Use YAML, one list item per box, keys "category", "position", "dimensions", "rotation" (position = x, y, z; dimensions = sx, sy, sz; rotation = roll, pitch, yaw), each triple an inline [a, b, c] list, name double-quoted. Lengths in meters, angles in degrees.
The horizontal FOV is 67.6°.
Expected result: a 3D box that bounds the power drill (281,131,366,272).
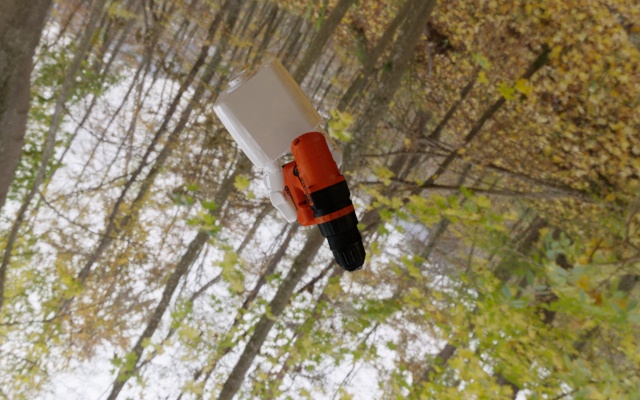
- category: "power drill"
  position: [0.000, 0.002, 0.668]
  dimensions: [0.057, 0.184, 0.187]
  rotation: [-20, 4, -12]
